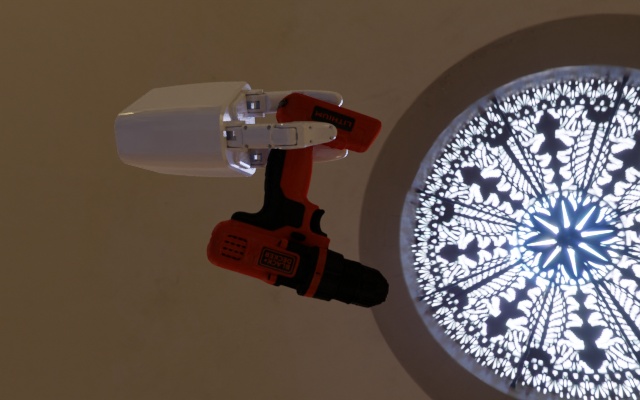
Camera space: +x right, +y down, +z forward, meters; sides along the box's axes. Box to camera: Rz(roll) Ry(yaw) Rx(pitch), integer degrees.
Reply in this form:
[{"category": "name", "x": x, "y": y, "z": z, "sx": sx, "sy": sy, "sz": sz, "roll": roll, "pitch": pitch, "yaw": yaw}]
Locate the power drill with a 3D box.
[{"category": "power drill", "x": 0.000, "y": 0.001, "z": 0.476, "sx": 0.184, "sy": 0.187, "sz": 0.057, "roll": 18, "pitch": -8, "yaw": -10}]
